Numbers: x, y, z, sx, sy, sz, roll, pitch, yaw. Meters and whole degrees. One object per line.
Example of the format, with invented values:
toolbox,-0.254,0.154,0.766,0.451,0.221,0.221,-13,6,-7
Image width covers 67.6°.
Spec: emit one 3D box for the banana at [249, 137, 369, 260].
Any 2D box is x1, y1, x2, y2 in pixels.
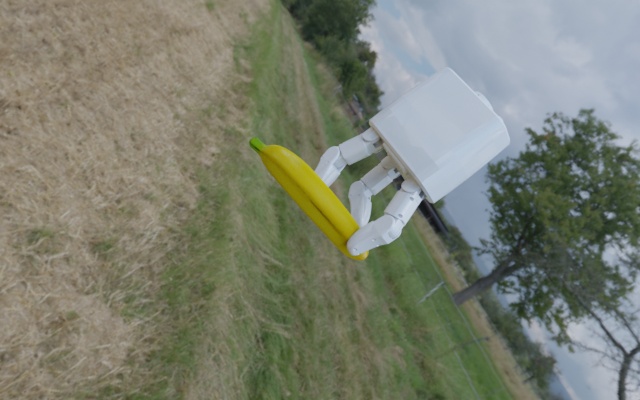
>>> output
banana,0.002,0.005,0.519,0.037,0.198,0.069,-40,21,3
